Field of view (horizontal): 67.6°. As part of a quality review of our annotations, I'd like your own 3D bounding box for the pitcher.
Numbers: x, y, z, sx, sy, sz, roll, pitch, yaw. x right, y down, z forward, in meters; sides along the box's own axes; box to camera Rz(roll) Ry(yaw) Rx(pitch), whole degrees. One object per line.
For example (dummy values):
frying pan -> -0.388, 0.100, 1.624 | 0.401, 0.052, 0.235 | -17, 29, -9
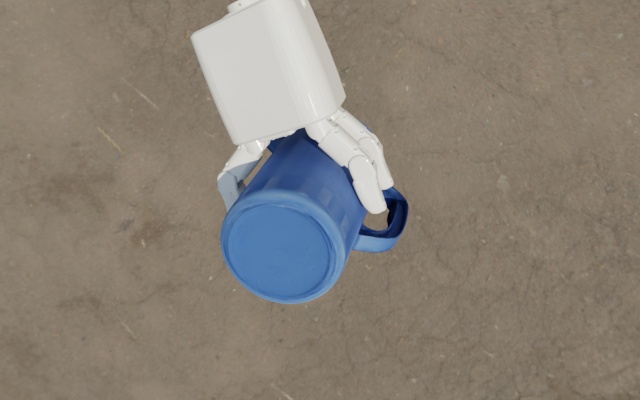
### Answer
pitcher -> 0.000, 0.001, 0.495 | 0.149, 0.145, 0.242 | -15, 19, 18
